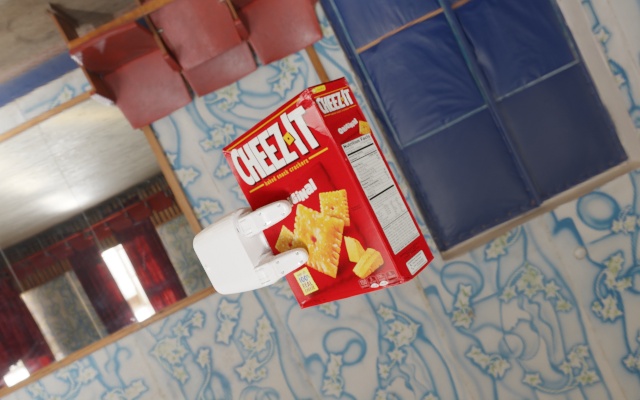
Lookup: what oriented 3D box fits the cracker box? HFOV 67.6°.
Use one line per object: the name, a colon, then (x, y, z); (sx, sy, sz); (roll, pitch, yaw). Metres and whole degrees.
cracker box: (0.000, 0.002, 0.525); (0.164, 0.214, 0.072); (-24, 4, 44)
